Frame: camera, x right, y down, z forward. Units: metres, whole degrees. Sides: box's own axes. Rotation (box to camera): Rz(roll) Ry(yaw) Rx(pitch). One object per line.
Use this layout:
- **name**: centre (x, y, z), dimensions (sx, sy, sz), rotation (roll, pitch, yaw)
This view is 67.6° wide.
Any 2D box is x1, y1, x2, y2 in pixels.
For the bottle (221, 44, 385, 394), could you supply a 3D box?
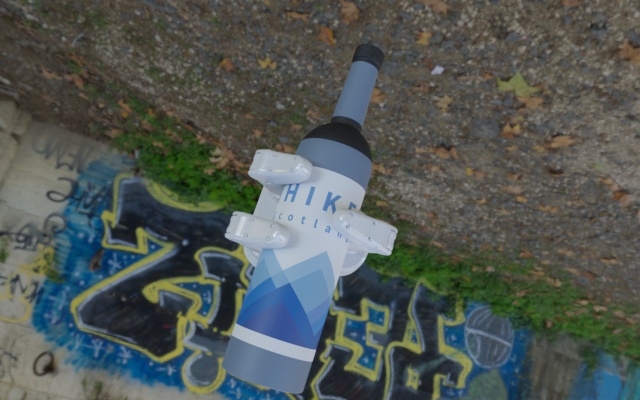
- **bottle**: centre (0.000, 0.002, 0.401), dimensions (0.069, 0.295, 0.069), rotation (17, -13, 4)
